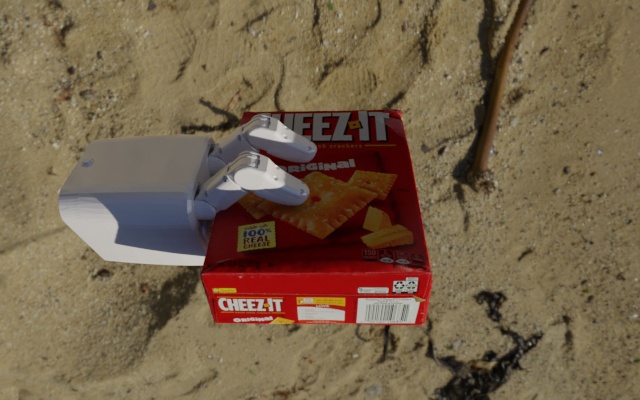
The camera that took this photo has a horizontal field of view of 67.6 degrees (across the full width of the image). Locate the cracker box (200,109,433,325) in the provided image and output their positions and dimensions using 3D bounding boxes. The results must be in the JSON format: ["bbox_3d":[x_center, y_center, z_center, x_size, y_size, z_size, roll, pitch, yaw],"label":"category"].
[{"bbox_3d":[0.000,0.002,0.421,0.164,0.072,0.213,0,43,2],"label":"cracker box"}]
